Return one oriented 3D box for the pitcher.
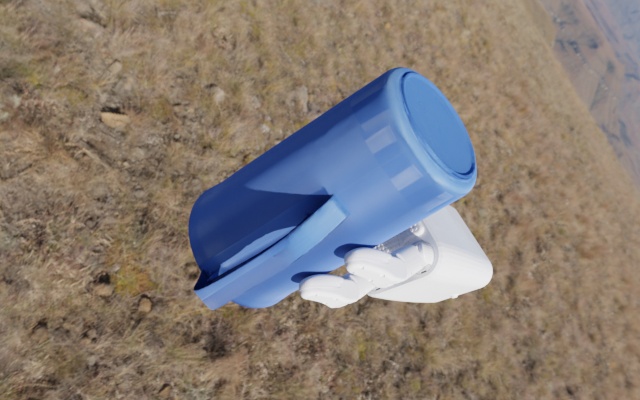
[{"bbox_3d":[0.000,0.001,0.408,0.145,0.149,0.243,18,-38,-42],"label":"pitcher"}]
